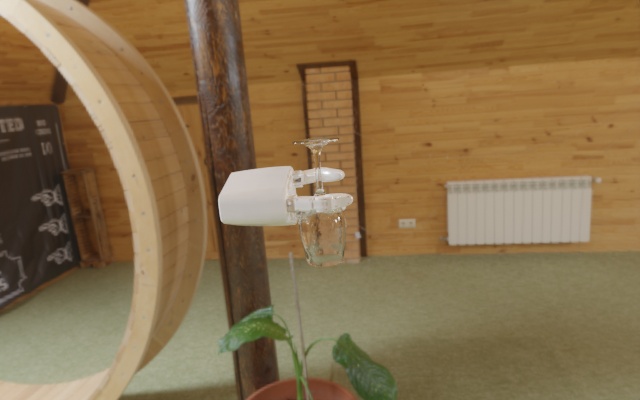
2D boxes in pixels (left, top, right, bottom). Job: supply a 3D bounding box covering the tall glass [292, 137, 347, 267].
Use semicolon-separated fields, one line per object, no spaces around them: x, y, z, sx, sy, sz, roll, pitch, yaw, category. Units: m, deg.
0.000;0.002;0.768;0.079;0.201;0.079;-5;12;1;tall glass
